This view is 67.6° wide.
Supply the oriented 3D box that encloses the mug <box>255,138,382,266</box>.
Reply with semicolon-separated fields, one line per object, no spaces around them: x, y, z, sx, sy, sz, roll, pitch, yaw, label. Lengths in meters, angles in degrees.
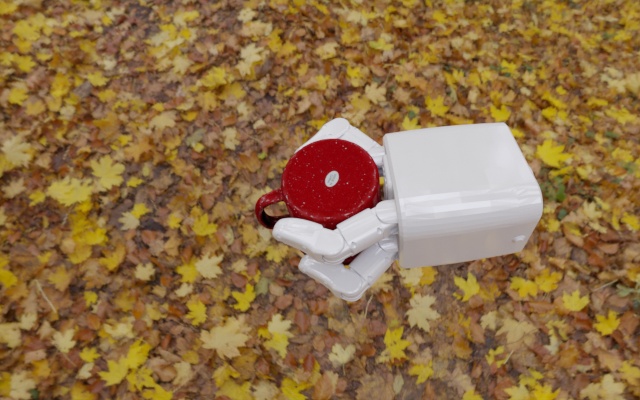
-0.001;0.001;0.420;0.117;0.093;0.081;-7;-30;4;mug
